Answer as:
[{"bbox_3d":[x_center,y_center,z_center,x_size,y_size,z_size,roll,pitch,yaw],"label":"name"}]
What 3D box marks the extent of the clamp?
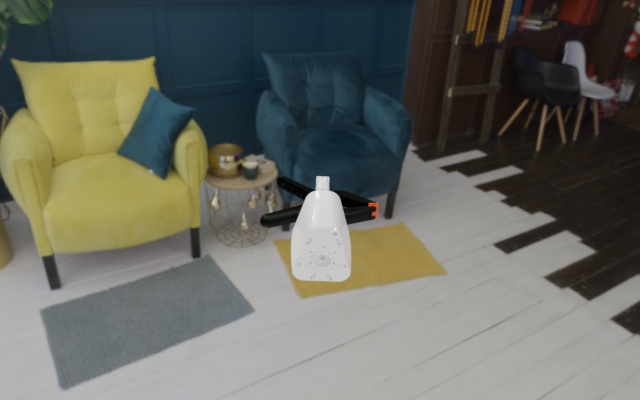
[{"bbox_3d":[0.001,0.002,0.889,0.210,0.036,0.164,3,32,-2],"label":"clamp"}]
